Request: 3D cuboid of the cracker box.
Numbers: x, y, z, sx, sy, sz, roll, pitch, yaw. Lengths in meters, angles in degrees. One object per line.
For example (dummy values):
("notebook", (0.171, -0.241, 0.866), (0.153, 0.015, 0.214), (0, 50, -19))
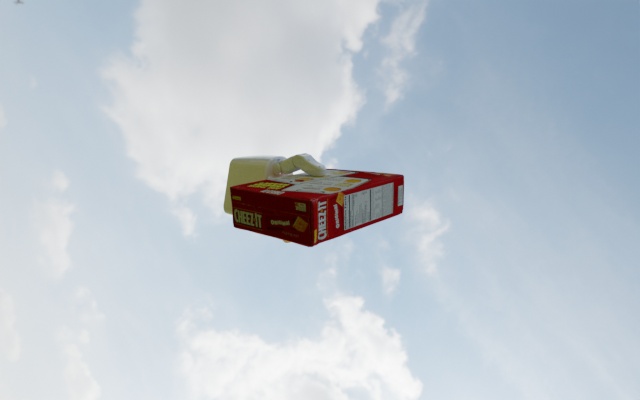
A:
("cracker box", (0.000, 0.002, 0.717), (0.164, 0.072, 0.213), (9, 16, 41))
